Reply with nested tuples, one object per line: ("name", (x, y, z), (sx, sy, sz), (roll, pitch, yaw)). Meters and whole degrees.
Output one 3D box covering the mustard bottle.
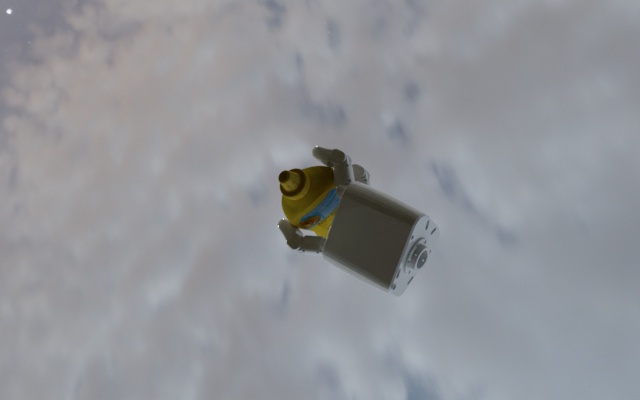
("mustard bottle", (0.000, 0.002, 0.673), (0.096, 0.058, 0.192), (-42, -34, 9))
